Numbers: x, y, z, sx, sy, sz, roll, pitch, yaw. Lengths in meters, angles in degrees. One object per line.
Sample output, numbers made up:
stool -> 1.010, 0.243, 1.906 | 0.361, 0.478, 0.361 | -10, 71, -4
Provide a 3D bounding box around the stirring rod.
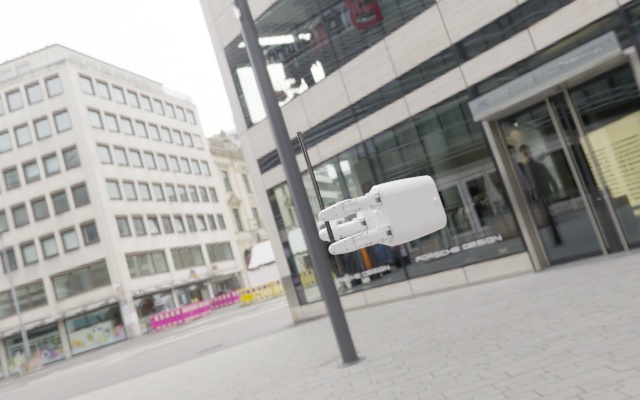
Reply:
stirring rod -> 0.000, 0.003, 0.763 | 0.011, 0.239, 0.011 | -17, -7, -2
